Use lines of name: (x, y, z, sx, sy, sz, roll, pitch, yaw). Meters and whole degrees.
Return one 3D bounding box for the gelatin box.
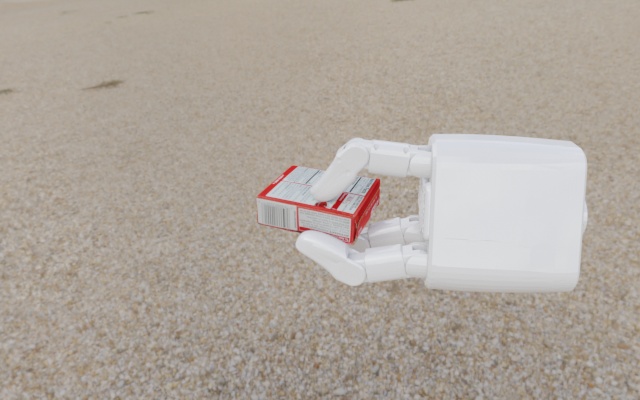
gelatin box: (0.000, 0.001, 0.413, 0.089, 0.030, 0.073, 11, 30, 18)
